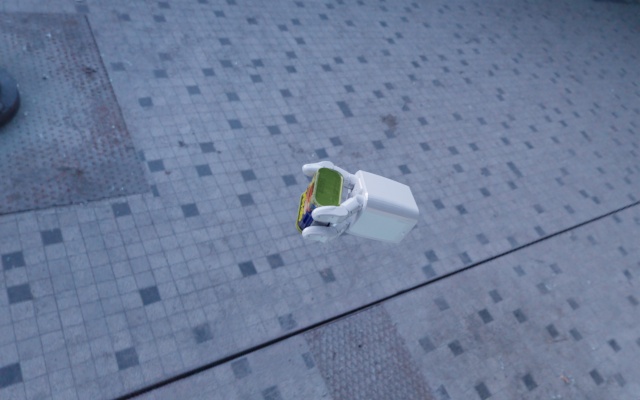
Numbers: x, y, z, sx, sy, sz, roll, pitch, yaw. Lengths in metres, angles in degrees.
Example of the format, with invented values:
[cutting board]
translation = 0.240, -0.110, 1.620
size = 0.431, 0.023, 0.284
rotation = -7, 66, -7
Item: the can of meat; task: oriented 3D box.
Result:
[can of meat]
translation = 0.000, 0.002, 0.845
size = 0.057, 0.102, 0.084
rotation = 19, -42, -12
